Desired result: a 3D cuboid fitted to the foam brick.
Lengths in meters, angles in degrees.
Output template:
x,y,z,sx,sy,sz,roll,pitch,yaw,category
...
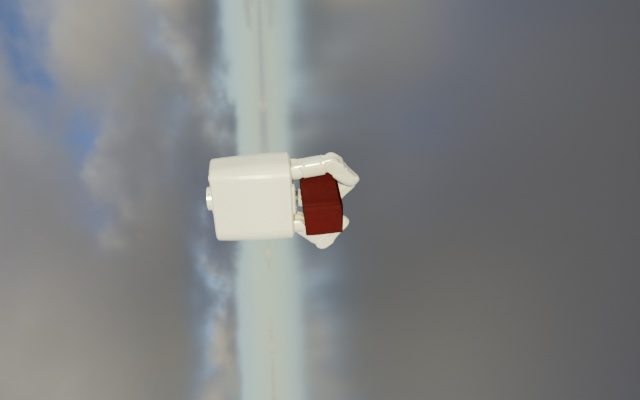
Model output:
x,y,z,sx,sy,sz,roll,pitch,yaw,category
0.000,0.002,0.648,0.051,0.053,0.078,-6,40,-4,foam brick
